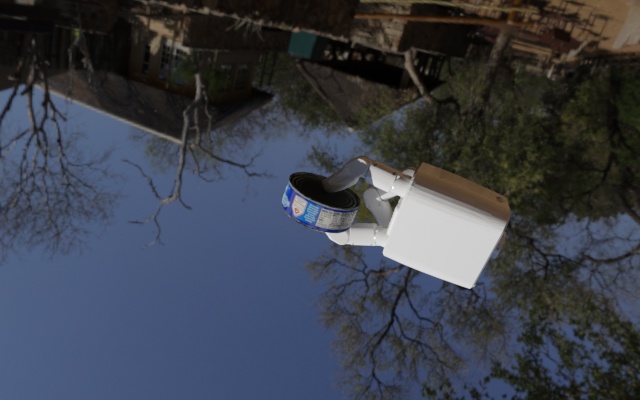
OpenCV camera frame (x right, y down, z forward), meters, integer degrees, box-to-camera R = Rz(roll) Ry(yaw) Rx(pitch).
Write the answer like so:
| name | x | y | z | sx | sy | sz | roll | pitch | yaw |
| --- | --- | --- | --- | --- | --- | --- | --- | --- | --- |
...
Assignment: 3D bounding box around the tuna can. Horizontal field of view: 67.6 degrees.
| name | x | y | z | sx | sy | sz | roll | pitch | yaw |
| --- | --- | --- | --- | --- | --- | --- | --- | --- | --- |
| tuna can | 0.000 | 0.002 | 0.542 | 0.086 | 0.034 | 0.086 | 18 | 22 | -7 |
